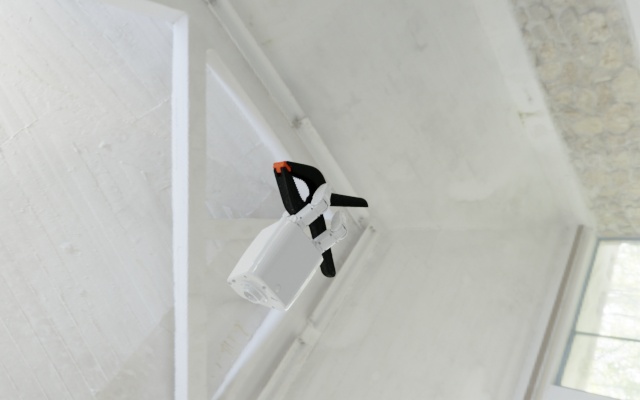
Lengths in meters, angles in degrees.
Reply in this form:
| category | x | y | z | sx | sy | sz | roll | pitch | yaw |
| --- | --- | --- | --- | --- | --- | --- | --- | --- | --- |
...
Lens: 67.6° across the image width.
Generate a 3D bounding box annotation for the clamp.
| category | x | y | z | sx | sy | sz | roll | pitch | yaw |
| --- | --- | --- | --- | --- | --- | --- | --- | --- | --- |
| clamp | -0.001 | 0.002 | 0.800 | 0.036 | 0.210 | 0.164 | -6 | 39 | 45 |
